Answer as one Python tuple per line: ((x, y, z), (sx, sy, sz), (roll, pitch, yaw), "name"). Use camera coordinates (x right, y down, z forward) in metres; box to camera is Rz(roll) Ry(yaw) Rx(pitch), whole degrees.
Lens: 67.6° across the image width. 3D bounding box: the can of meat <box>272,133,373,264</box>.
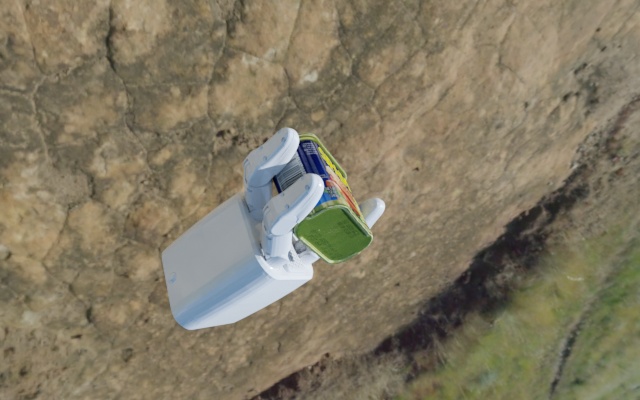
((0.000, 0.002, 0.439), (0.057, 0.084, 0.102), (-31, -36, 10), "can of meat")
